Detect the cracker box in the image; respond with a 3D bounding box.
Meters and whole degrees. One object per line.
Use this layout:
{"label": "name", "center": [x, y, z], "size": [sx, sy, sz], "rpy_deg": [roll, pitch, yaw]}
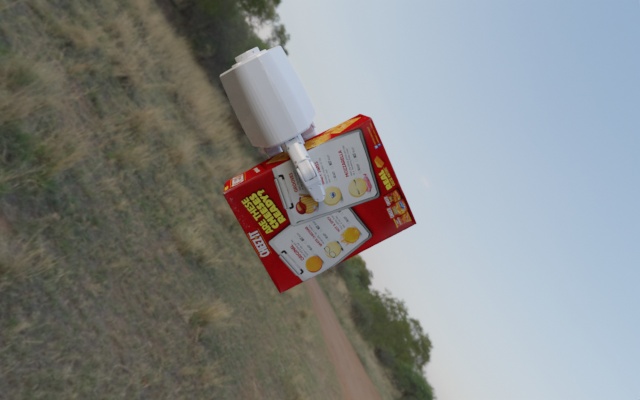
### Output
{"label": "cracker box", "center": [0.000, 0.002, 0.656], "size": [0.213, 0.164, 0.072], "rpy_deg": [-27, 18, -1]}
